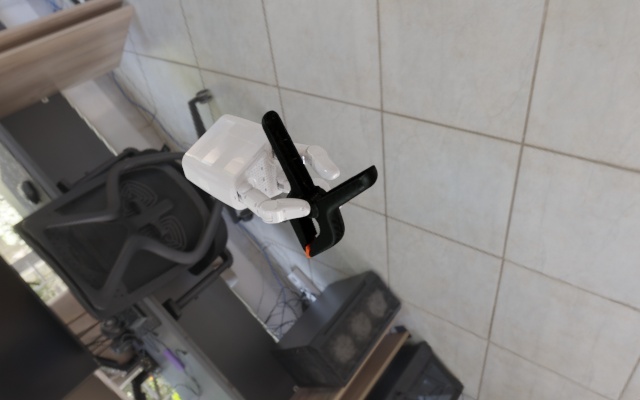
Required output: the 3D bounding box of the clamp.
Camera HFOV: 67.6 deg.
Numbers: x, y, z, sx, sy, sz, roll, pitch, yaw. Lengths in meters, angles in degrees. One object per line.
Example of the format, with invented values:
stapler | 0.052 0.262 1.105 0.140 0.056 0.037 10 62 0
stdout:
clamp | -0.001 0.003 0.601 0.164 0.210 0.036 28 50 32
